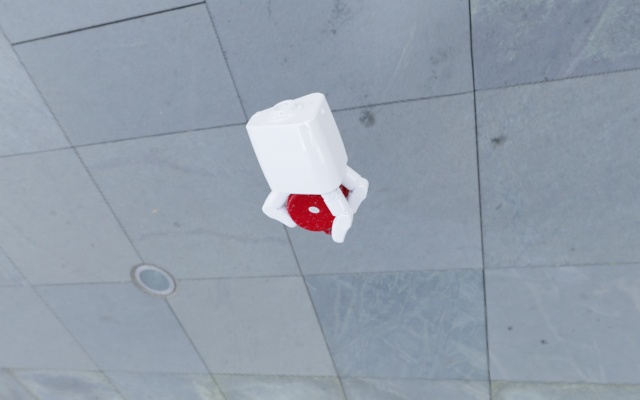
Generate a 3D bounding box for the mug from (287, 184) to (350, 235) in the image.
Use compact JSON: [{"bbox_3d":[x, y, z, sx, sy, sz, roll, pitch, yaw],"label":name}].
[{"bbox_3d":[0.000,0.004,0.730,0.093,0.117,0.081,-9,34,19],"label":"mug"}]
